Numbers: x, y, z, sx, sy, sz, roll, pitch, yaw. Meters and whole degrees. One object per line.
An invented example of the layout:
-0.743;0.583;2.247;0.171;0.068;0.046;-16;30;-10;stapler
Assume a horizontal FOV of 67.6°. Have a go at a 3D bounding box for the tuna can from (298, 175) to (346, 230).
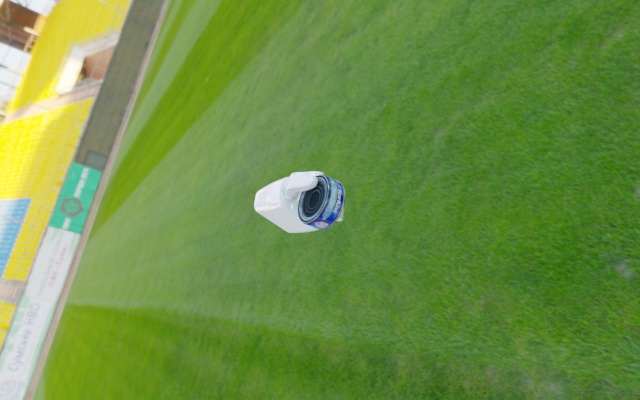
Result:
0.000;0.002;0.769;0.034;0.086;0.086;22;-12;-32;tuna can
